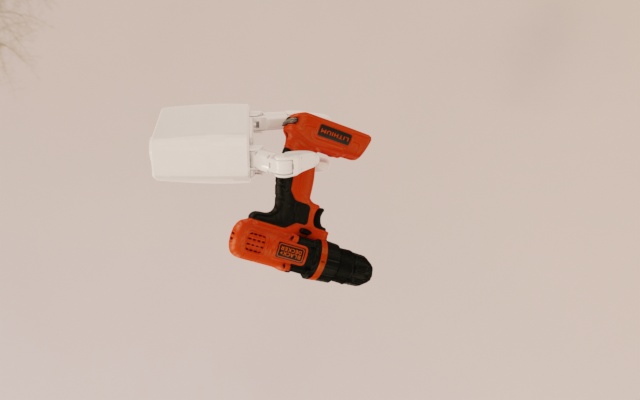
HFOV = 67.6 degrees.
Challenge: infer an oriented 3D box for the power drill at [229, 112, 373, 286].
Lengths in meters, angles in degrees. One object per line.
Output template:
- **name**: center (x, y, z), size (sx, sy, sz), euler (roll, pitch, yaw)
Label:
- **power drill**: center (0.000, 0.001, 0.576), size (0.184, 0.187, 0.057), euler (18, -6, -22)
